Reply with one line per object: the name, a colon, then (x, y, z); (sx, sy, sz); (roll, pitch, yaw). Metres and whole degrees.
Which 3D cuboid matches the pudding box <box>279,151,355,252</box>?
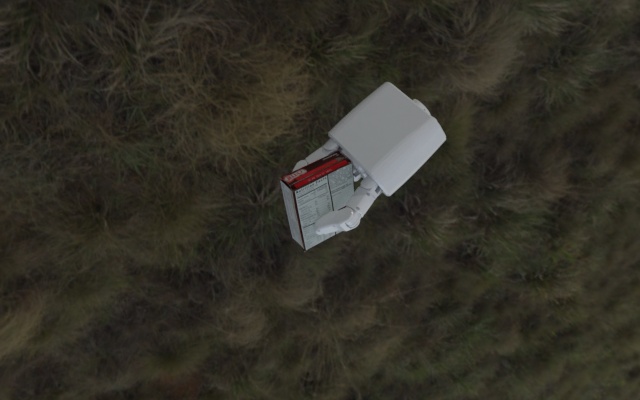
pudding box: (0.000, 0.002, 0.627); (0.090, 0.114, 0.039); (-26, 42, -20)
